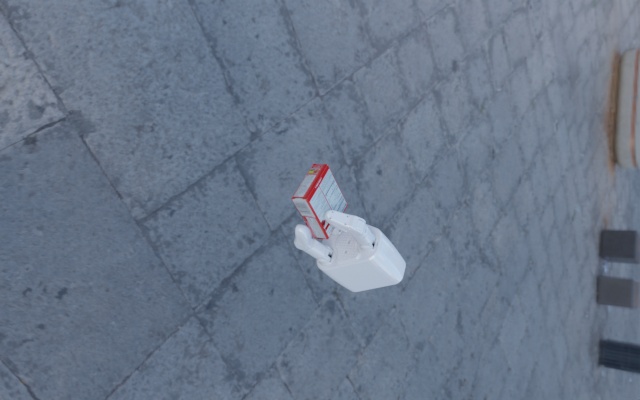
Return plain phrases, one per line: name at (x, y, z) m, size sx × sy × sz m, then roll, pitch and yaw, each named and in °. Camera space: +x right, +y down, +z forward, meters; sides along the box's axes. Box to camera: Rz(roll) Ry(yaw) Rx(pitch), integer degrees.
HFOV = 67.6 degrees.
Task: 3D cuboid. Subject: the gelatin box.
gelatin box at (0.000, 0.002, 0.702) m, size 0.030 × 0.073 × 0.089 m, roll 4°, pitch -42°, yaw 34°
